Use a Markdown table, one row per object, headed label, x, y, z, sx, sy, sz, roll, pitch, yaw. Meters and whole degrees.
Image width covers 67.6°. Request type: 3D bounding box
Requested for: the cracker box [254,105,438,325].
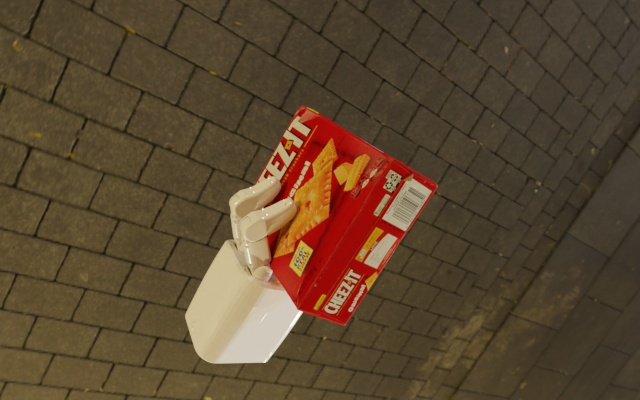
| label | x | y | z | sx | sy | sz | roll | pitch | yaw |
| --- | --- | --- | --- | --- | --- | --- | --- | --- | --- |
| cracker box | 0.000 | 0.002 | 0.519 | 0.072 | 0.164 | 0.213 | 27 | 9 | -33 |
